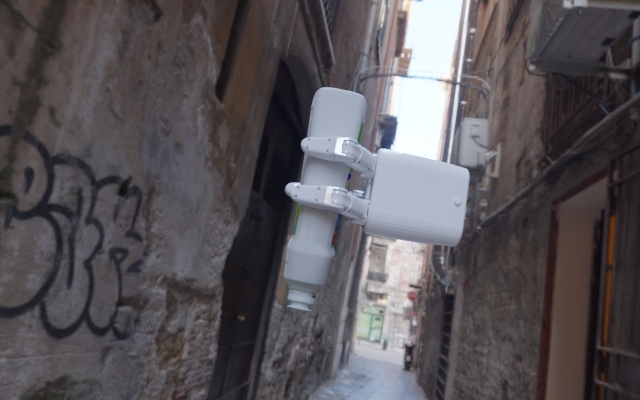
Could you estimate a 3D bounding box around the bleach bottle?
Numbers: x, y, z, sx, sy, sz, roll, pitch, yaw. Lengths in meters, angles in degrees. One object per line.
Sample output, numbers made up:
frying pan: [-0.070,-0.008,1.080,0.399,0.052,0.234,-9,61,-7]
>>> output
bleach bottle: [0.000,0.002,0.563,0.068,0.250,0.102,11,-12,0]
